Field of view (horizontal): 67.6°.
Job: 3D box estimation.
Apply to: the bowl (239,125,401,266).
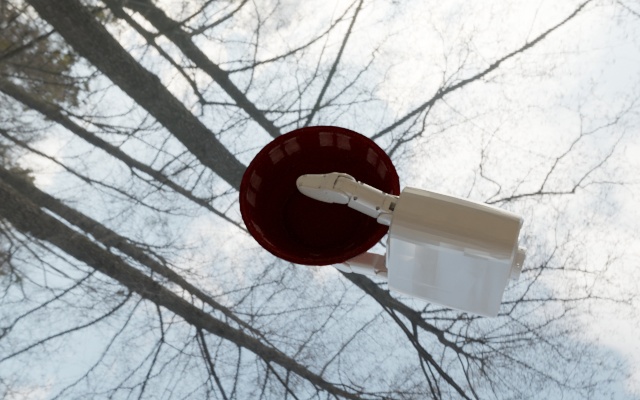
[{"bbox_3d":[-0.001,0.001,0.496,0.162,0.162,0.055,0,-29,4],"label":"bowl"}]
